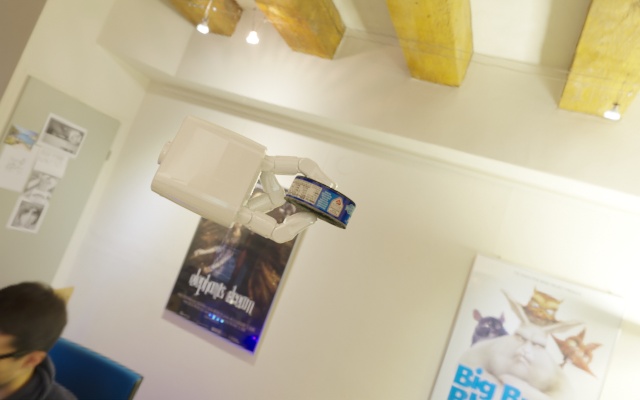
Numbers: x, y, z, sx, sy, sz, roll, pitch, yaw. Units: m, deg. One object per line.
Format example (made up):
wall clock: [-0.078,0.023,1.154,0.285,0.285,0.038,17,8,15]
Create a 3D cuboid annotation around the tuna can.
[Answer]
tuna can: [0.000,0.001,0.591,0.086,0.033,0.086,26,-7,3]
